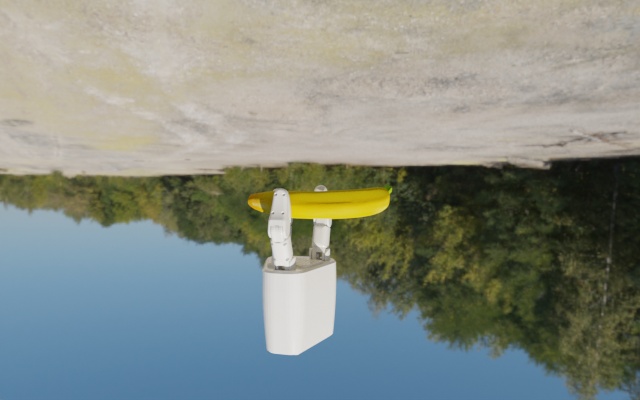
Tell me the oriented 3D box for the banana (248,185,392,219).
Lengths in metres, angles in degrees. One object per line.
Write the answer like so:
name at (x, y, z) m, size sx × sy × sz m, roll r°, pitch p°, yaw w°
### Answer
banana at (0.007, 0.004, 0.615) m, size 0.198 × 0.037 × 0.069 m, roll -3°, pitch 6°, yaw -10°
